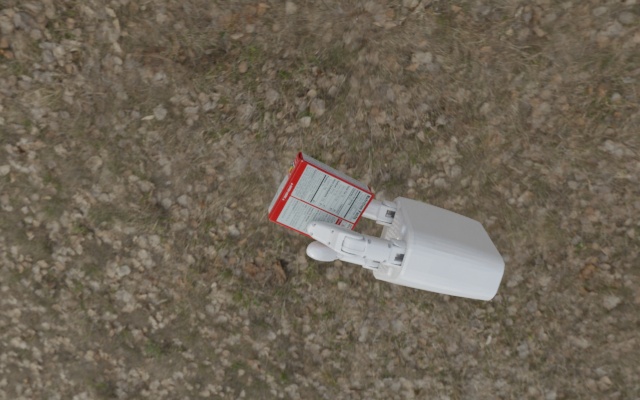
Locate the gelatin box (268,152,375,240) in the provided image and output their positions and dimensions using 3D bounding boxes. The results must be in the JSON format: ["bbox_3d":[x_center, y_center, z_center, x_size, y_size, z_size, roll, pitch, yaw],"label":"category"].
[{"bbox_3d":[0.000,0.002,0.499,0.089,0.073,0.030,24,19,-18],"label":"gelatin box"}]
